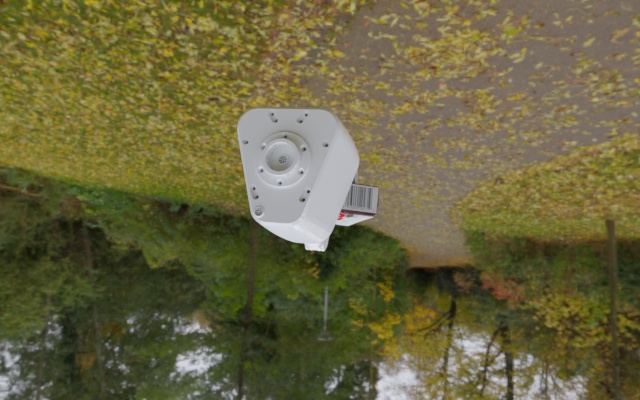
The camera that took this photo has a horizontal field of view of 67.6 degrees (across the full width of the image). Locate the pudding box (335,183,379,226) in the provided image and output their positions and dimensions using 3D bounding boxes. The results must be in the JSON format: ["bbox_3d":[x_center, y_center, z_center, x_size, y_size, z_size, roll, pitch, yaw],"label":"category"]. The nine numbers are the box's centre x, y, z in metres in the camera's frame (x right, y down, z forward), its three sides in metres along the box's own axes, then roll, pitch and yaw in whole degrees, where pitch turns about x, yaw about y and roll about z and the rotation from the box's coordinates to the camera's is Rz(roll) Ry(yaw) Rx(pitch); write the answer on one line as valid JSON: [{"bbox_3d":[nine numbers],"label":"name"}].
[{"bbox_3d":[0.000,0.002,0.563,0.113,0.039,0.090,9,-12,-15],"label":"pudding box"}]
